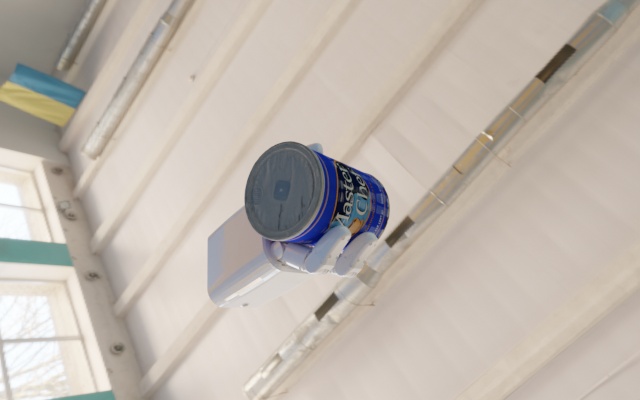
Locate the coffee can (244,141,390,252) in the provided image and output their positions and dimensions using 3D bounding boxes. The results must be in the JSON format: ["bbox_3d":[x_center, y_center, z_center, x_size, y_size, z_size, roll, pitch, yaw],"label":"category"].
[{"bbox_3d":[0.000,0.002,0.537,0.103,0.103,0.140,0,-10,37],"label":"coffee can"}]
